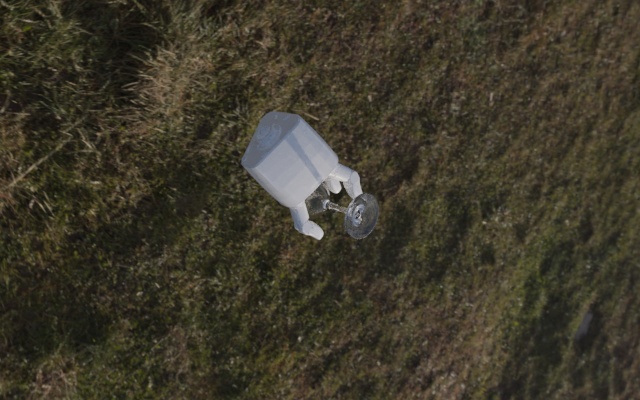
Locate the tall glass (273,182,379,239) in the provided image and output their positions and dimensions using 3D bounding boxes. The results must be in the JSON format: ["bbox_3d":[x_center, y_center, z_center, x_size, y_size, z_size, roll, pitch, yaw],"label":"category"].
[{"bbox_3d":[0.001,0.003,0.814,0.079,0.079,0.201,0,12,-42],"label":"tall glass"}]
